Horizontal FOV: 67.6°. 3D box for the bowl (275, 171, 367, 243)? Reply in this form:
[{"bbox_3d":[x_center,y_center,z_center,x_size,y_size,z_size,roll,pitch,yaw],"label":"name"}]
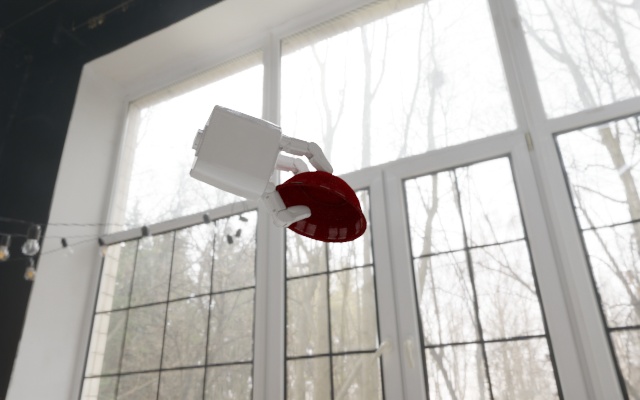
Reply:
[{"bbox_3d":[0.001,0.003,0.752,0.162,0.055,0.162,14,-33,9],"label":"bowl"}]
